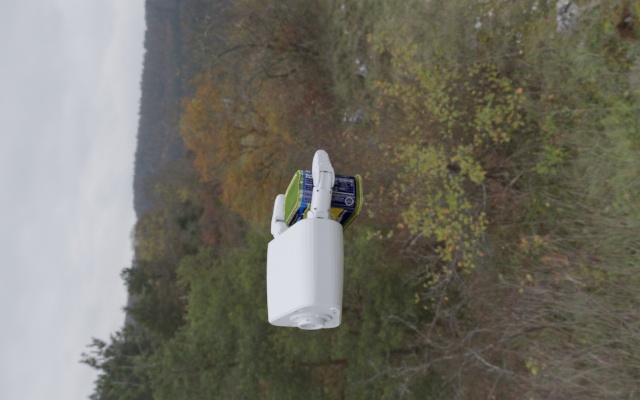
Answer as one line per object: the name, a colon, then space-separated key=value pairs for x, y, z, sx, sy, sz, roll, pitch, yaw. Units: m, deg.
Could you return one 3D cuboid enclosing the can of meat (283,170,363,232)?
can of meat: x=0.000 y=0.002 z=0.643 sx=0.084 sy=0.057 sz=0.102 roll=6 pitch=-26 yaw=-14
